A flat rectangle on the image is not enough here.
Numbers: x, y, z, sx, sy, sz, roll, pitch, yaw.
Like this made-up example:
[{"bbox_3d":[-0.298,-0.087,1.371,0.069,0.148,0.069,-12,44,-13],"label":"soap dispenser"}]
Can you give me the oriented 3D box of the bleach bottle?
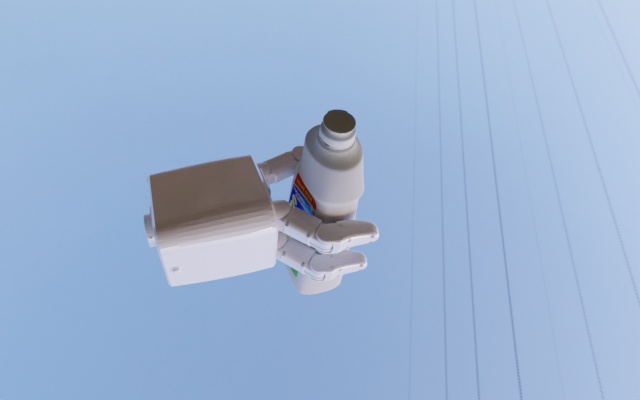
[{"bbox_3d":[0.000,0.002,0.499,0.068,0.102,0.251,-11,-34,-15],"label":"bleach bottle"}]
